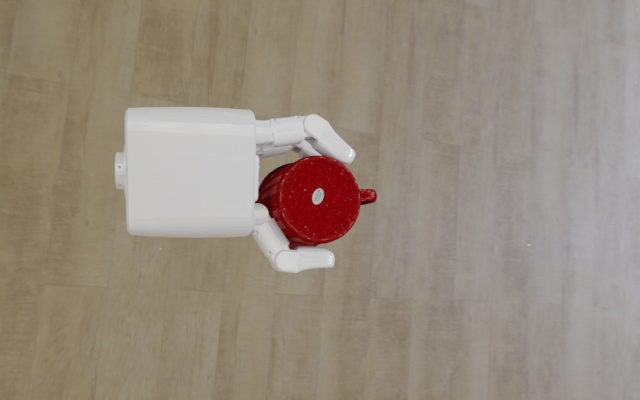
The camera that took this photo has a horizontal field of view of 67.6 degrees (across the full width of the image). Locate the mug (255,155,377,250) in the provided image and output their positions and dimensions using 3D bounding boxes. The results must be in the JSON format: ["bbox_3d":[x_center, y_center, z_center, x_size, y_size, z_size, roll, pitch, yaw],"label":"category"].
[{"bbox_3d":[0.002,0.002,0.471,0.117,0.093,0.081,-3,-5,-18],"label":"mug"}]
